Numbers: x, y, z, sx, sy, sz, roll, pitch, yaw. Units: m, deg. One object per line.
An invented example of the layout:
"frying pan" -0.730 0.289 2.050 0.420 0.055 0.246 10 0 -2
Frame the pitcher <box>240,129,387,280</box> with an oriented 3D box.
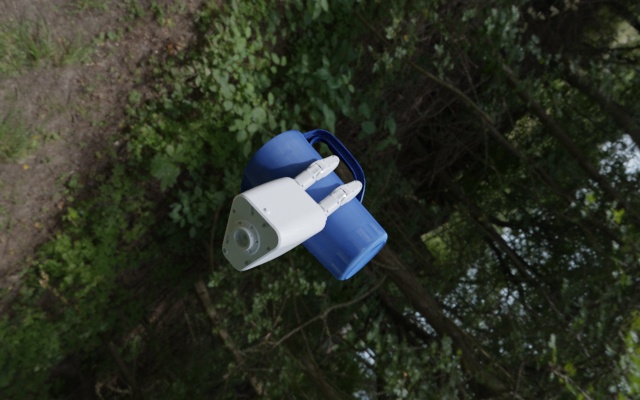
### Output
"pitcher" 0.000 0.003 0.791 0.149 0.242 0.145 -52 -17 31
